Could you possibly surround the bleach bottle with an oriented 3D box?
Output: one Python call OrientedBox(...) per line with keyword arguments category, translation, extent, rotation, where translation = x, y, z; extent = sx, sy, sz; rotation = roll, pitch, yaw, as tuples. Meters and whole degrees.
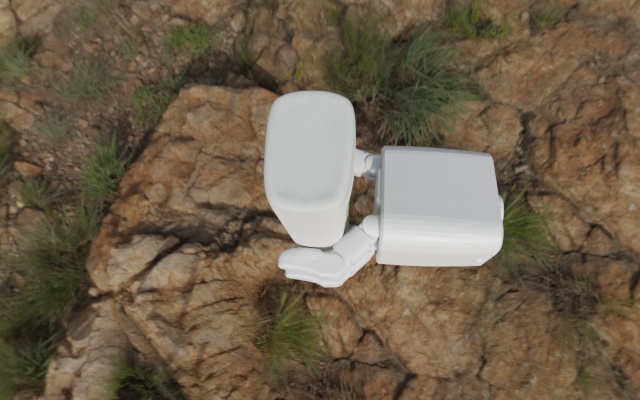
OrientedBox(category="bleach bottle", translation=(0.000, 0.002, 0.466), extent=(0.068, 0.102, 0.251), rotation=(2, -18, 5))
